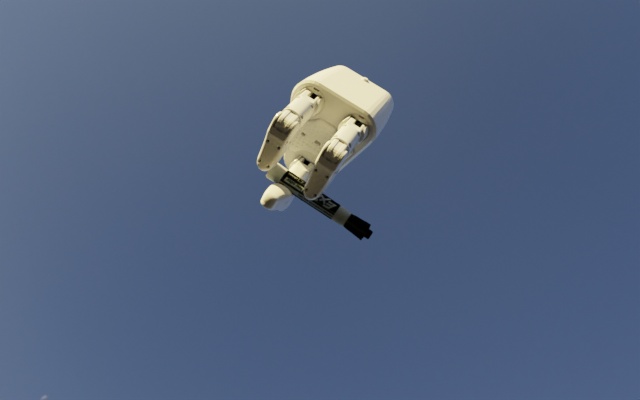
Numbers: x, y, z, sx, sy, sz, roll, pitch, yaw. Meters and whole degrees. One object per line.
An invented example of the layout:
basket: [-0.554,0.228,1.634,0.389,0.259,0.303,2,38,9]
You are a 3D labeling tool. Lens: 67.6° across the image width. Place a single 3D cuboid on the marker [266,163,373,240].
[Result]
marker: [0.000,0.002,0.480,0.121,0.020,0.020,33,2,4]
